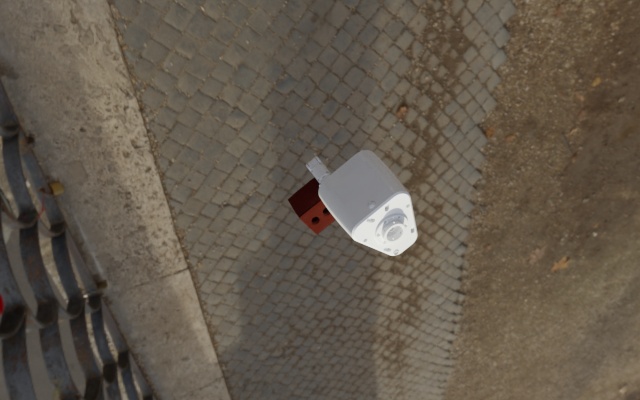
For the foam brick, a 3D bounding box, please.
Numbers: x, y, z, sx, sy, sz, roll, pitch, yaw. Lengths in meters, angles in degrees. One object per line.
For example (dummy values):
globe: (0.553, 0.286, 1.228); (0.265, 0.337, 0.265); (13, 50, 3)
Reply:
foam brick: (0.000, 0.003, 0.729); (0.053, 0.078, 0.051); (47, 6, -43)
